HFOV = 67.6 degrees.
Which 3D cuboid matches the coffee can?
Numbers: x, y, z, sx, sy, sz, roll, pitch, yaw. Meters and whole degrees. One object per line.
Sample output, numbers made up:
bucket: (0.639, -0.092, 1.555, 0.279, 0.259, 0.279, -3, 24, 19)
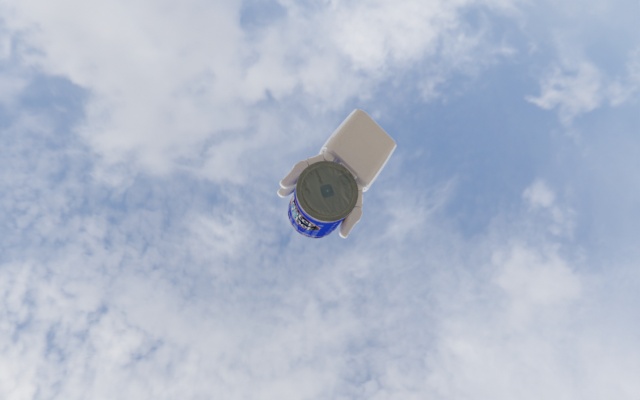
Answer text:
coffee can: (0.000, 0.003, 0.833, 0.103, 0.102, 0.140, 0, -16, -10)
